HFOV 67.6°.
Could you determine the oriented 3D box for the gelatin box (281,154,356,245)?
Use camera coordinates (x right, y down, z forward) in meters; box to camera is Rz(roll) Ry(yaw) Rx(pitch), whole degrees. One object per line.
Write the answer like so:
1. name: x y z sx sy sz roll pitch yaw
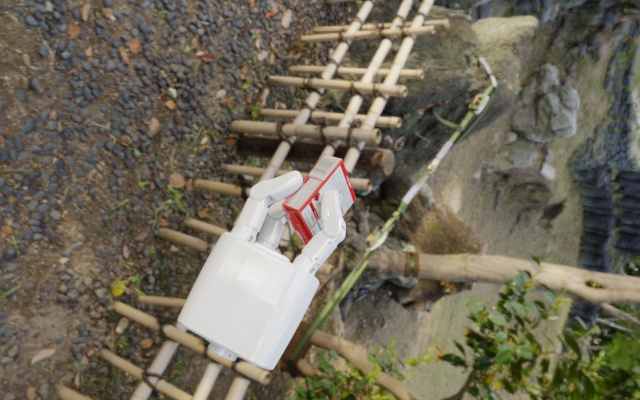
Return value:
1. gelatin box: 0.001 0.002 0.564 0.030 0.089 0.073 22 -29 35
